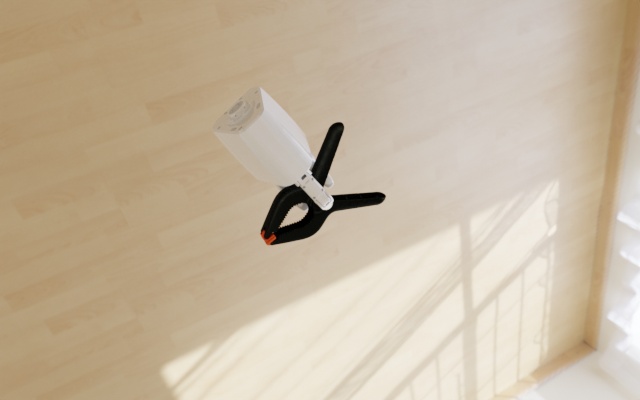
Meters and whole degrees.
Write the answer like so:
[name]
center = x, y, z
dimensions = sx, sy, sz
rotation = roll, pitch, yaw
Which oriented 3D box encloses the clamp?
[clamp]
center = 0.000, 0.003, 0.751
dimensions = 0.165, 0.210, 0.036
rotation = 47, -2, -31
